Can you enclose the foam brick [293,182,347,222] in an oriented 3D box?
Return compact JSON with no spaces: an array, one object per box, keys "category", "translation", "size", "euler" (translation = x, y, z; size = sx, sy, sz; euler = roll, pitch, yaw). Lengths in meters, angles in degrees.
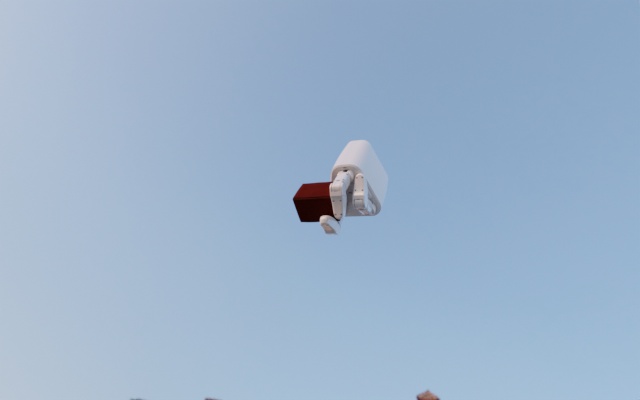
[{"category":"foam brick","translation":[0.000,0.003,0.841],"size":[0.078,0.053,0.051],"euler":[-2,33,21]}]
